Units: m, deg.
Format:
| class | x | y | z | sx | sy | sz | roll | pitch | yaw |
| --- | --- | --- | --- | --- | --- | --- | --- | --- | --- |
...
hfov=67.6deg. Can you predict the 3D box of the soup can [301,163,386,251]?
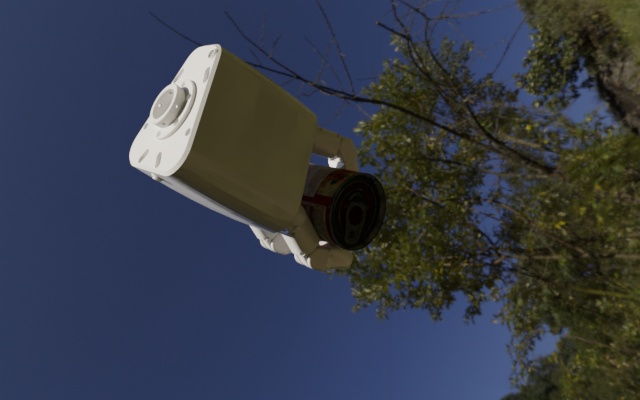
| class | x | y | z | sx | sy | sz | roll | pitch | yaw |
| --- | --- | --- | --- | --- | --- | --- | --- | --- | --- |
| soup can | 0.000 | 0.001 | 0.443 | 0.068 | 0.068 | 0.102 | 0 | 10 | -42 |
